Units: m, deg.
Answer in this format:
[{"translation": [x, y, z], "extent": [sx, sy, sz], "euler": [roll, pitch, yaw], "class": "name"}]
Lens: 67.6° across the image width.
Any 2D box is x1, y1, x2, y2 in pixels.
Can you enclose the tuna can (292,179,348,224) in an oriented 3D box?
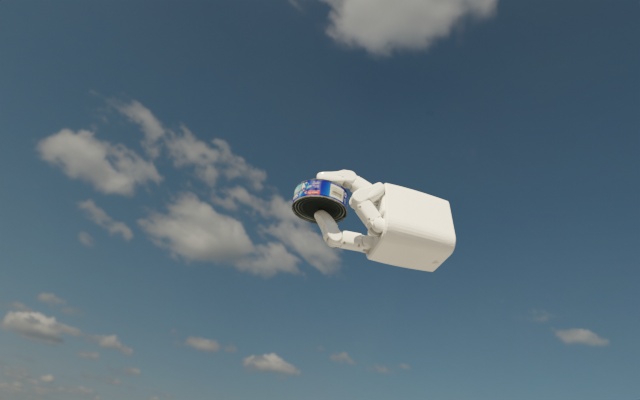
[{"translation": [0.000, 0.002, 0.738], "extent": [0.086, 0.033, 0.086], "euler": [6, -30, 3], "class": "tuna can"}]
